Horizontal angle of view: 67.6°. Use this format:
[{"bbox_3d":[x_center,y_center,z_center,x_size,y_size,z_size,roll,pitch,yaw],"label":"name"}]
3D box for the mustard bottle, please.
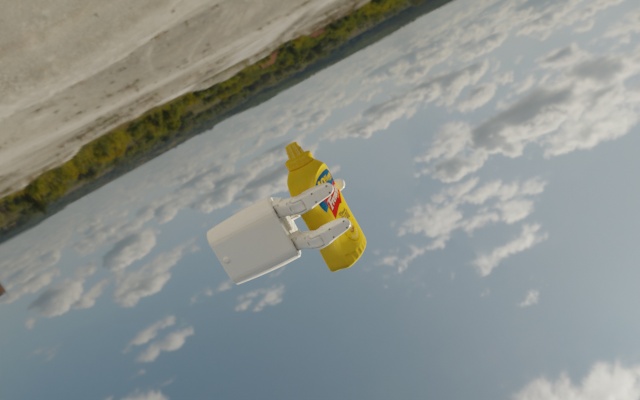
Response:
[{"bbox_3d":[0.001,0.002,0.702,0.058,0.192,0.096,-20,16,29],"label":"mustard bottle"}]
